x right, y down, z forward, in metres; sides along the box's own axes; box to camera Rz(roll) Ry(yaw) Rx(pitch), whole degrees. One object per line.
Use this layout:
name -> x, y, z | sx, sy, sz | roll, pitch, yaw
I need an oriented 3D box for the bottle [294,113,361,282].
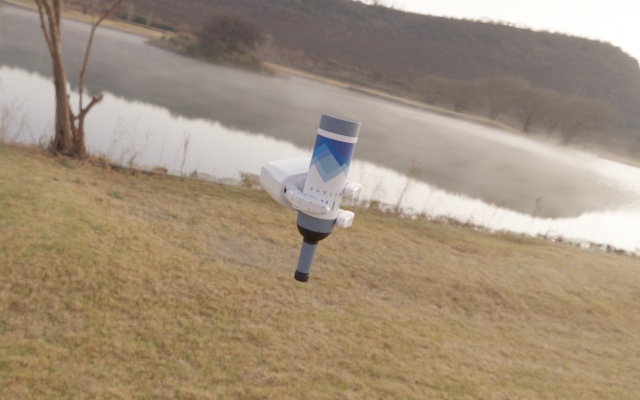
bottle -> 0.000, 0.002, 0.819 | 0.069, 0.296, 0.069 | 13, 15, -4
